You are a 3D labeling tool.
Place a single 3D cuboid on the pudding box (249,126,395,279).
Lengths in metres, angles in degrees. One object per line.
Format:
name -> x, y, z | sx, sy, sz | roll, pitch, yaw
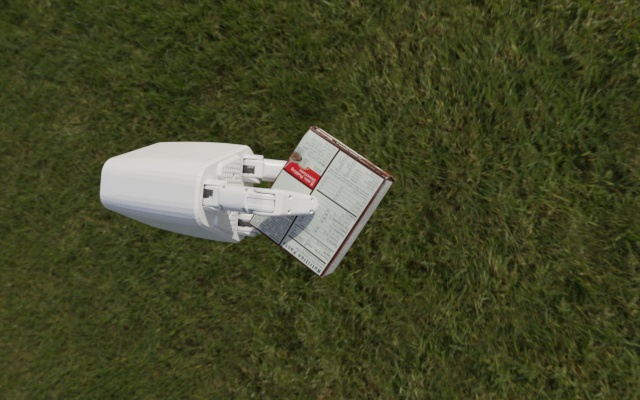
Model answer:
pudding box -> 0.000, 0.001, 0.444 | 0.090, 0.113, 0.039 | 36, 12, 14
